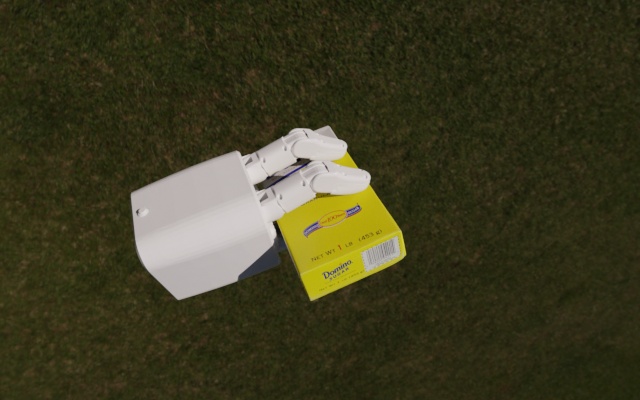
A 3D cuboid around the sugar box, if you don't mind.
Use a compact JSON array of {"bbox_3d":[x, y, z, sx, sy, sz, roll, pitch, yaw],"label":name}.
[{"bbox_3d":[0.000,0.001,0.457,0.093,0.048,0.176,-23,46,-6],"label":"sugar box"}]
